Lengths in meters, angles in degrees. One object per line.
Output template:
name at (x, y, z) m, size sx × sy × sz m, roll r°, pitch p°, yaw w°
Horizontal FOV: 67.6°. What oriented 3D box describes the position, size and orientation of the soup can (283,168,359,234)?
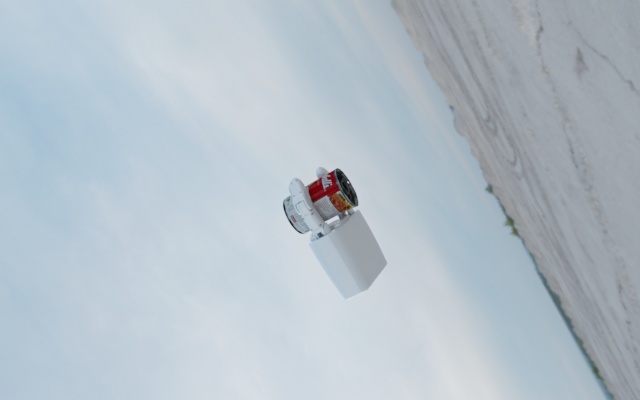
soup can at (0.000, 0.002, 0.758) m, size 0.102 × 0.068 × 0.068 m, roll -29°, pitch -10°, yaw 18°
